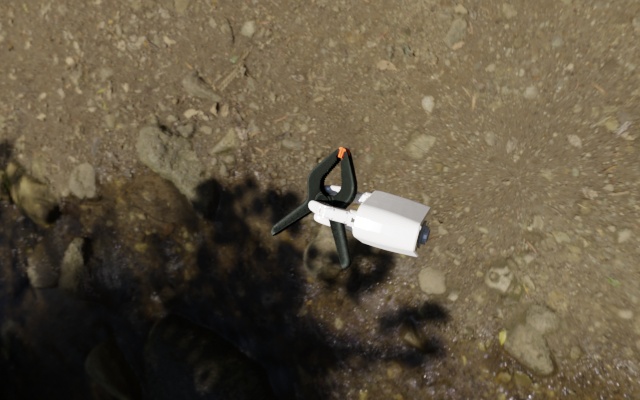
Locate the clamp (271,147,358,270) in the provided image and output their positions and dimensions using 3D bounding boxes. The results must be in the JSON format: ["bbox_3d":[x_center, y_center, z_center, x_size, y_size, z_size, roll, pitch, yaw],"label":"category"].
[{"bbox_3d":[0.000,0.002,0.862,0.164,0.210,0.036,16,8,19],"label":"clamp"}]
